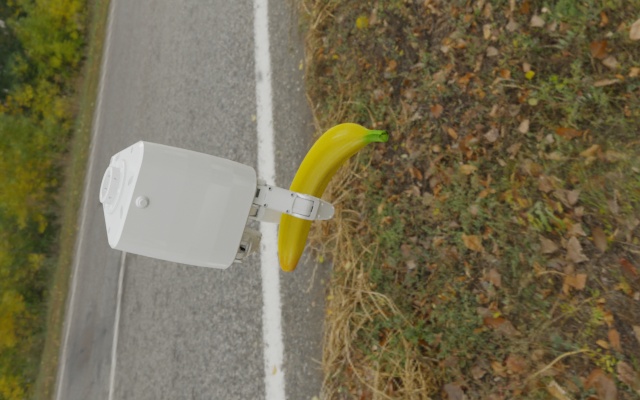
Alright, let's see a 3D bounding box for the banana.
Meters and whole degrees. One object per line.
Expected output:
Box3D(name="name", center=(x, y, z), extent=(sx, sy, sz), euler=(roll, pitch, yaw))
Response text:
Box3D(name="banana", center=(-0.005, -0.012, 0.524), extent=(0.037, 0.198, 0.069), euler=(15, 30, -35))
